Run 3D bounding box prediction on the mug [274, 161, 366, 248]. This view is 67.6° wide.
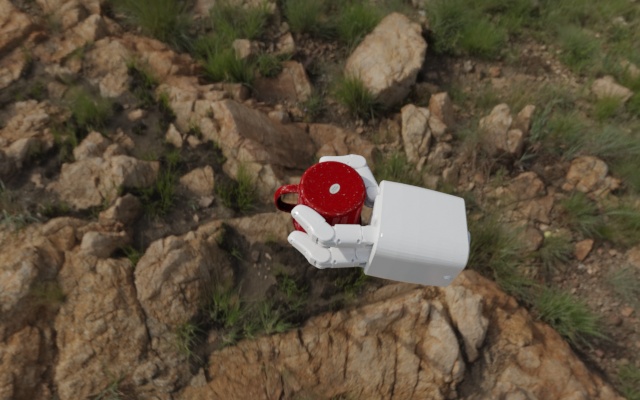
[{"bbox_3d":[-0.001,0.002,0.601,0.117,0.093,0.081,10,-32,0],"label":"mug"}]
